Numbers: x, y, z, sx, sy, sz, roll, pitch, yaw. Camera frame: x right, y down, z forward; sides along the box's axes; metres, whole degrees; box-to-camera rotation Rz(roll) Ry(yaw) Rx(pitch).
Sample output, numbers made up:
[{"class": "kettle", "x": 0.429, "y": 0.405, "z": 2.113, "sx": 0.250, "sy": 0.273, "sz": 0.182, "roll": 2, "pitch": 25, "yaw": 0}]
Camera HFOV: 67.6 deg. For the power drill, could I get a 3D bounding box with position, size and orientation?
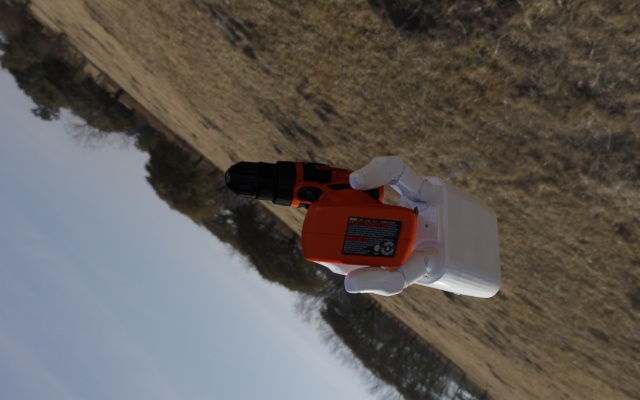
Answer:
[{"class": "power drill", "x": 0.000, "y": 0.002, "z": 0.484, "sx": 0.184, "sy": 0.057, "sz": 0.187, "roll": 4, "pitch": 17, "yaw": -15}]
